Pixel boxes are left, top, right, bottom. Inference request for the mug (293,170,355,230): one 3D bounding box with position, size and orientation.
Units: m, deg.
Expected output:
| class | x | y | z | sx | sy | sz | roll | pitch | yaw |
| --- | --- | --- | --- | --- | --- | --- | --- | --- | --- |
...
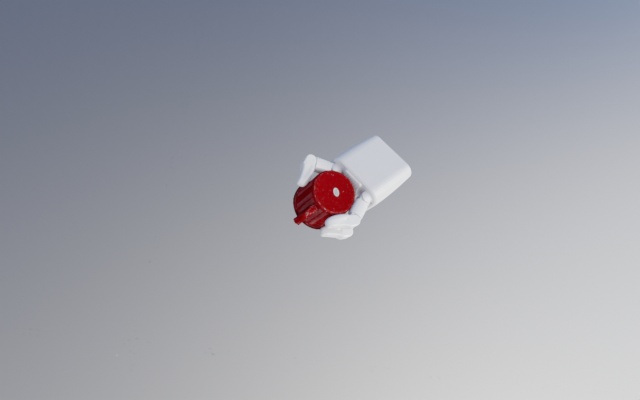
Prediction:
| class | x | y | z | sx | sy | sz | roll | pitch | yaw |
| --- | --- | --- | --- | --- | --- | --- | --- | --- | --- |
| mug | -0.001 | 0.003 | 0.835 | 0.117 | 0.093 | 0.081 | -36 | -1 | -29 |
